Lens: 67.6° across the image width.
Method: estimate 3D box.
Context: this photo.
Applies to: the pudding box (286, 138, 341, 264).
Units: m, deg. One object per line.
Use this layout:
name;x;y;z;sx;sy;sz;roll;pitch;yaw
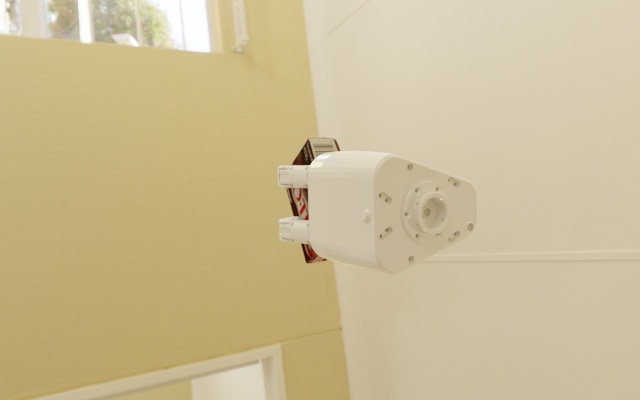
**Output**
pudding box;0.000;0.002;0.519;0.039;0.113;0.090;-4;-23;-26
